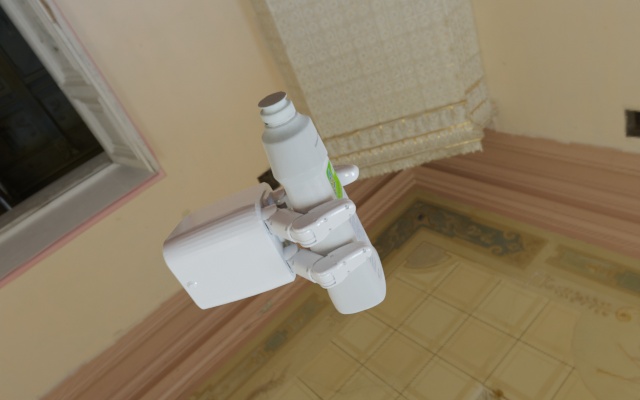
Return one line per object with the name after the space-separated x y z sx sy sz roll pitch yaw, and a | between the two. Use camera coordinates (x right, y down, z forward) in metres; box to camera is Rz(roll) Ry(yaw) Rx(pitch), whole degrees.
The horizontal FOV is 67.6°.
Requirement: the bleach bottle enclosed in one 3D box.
0.000 0.002 0.498 0.068 0.251 0.102 -20 33 7 | bleach bottle
